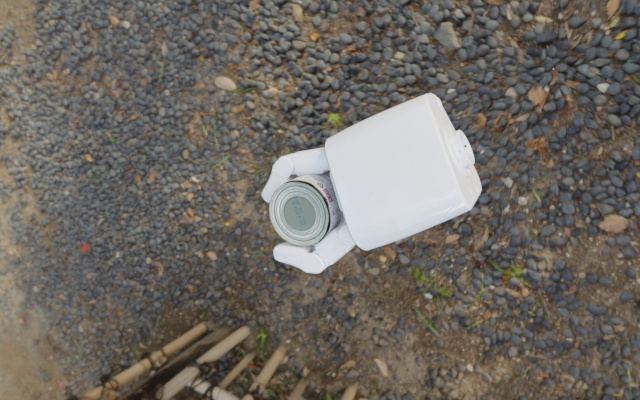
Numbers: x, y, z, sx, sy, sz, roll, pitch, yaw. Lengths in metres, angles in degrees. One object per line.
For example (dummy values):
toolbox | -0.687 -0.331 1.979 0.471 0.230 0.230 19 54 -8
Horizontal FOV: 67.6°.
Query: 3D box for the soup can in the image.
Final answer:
soup can | -0.001 0.002 0.500 0.068 0.068 0.102 0 14 26
